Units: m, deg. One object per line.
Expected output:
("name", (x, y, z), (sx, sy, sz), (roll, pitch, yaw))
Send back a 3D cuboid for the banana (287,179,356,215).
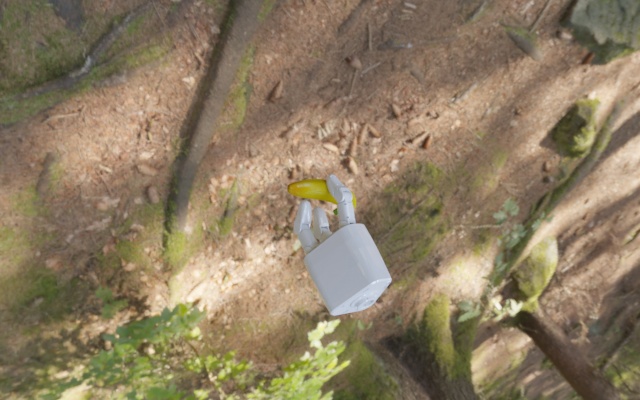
("banana", (0.017, -0.006, 0.855), (0.069, 0.037, 0.198), (-31, -27, 17))
